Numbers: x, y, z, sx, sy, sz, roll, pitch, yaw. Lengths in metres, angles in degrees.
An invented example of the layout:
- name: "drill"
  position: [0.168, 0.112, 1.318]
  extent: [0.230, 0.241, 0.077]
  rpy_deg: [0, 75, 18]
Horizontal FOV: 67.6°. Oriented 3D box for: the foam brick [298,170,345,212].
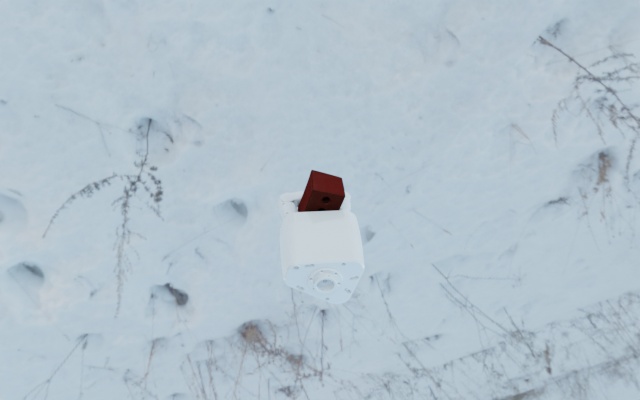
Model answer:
- name: "foam brick"
  position: [0.000, 0.002, 0.740]
  extent: [0.053, 0.078, 0.051]
  rpy_deg: [12, 35, -13]
